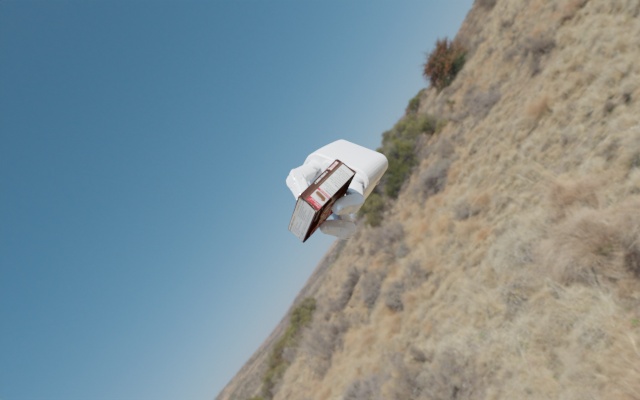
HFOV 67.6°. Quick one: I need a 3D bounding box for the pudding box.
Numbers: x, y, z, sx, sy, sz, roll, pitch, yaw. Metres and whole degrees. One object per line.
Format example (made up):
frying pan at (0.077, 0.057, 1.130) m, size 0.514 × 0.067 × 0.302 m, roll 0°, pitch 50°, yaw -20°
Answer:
pudding box at (0.000, 0.002, 0.695) m, size 0.039 × 0.090 × 0.113 m, roll 38°, pitch -28°, yaw 11°
